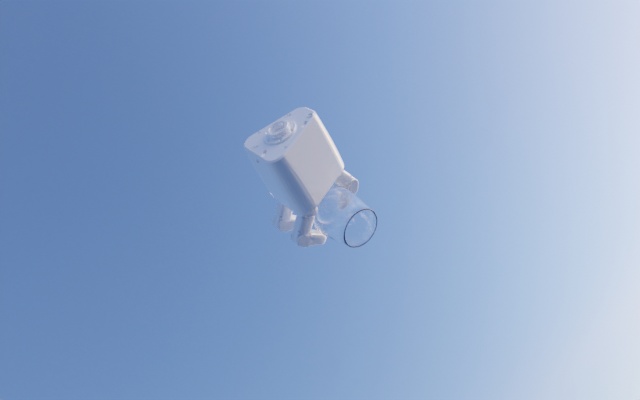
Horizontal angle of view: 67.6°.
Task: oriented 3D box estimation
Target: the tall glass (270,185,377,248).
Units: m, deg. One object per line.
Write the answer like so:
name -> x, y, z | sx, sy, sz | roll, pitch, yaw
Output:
tall glass -> 0.000, 0.002, 0.749 | 0.079, 0.079, 0.201 | 0, 22, -39
